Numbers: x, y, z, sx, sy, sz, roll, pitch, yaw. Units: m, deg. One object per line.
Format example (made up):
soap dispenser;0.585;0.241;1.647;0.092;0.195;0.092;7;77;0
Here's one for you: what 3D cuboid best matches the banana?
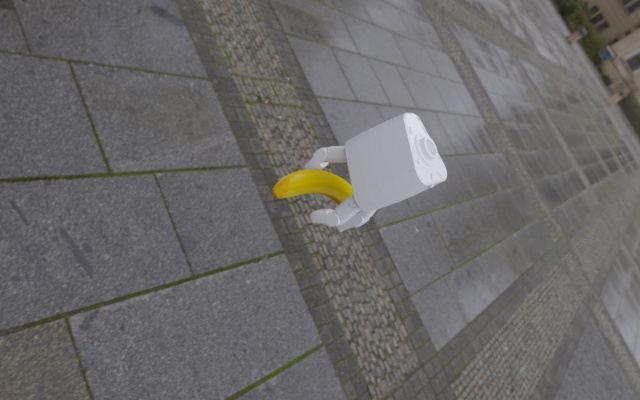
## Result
banana;0.003;-0.014;0.755;0.037;0.069;0.198;-15;-25;40
